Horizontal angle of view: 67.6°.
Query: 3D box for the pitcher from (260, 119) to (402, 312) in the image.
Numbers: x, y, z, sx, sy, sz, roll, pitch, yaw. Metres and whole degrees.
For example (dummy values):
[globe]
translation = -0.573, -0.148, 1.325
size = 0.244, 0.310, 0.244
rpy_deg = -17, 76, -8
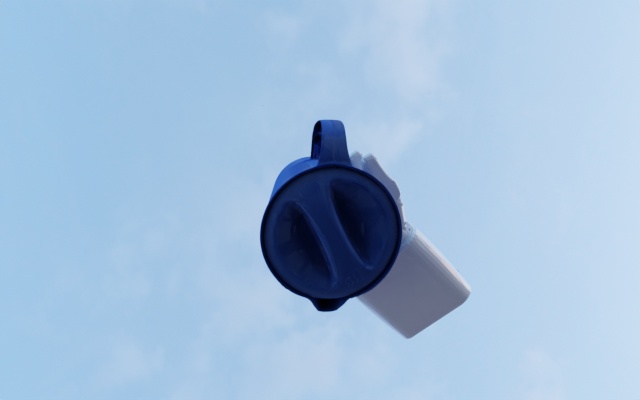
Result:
[pitcher]
translation = 0.000, 0.002, 0.551
size = 0.145, 0.149, 0.242
rpy_deg = 44, 3, -12
